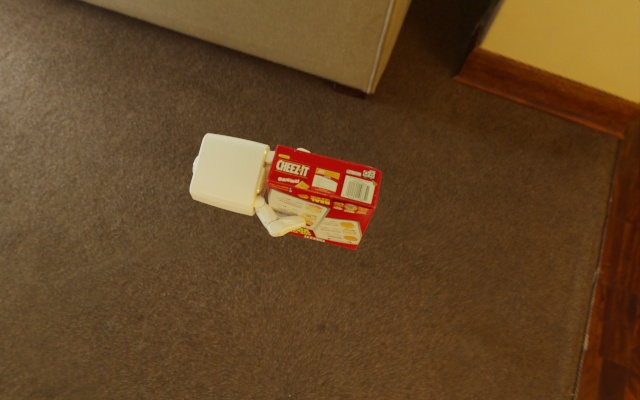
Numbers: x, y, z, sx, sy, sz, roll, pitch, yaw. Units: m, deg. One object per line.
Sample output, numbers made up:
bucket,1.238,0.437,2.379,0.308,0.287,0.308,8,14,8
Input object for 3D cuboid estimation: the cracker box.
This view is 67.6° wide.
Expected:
cracker box,0.000,0.003,0.788,0.164,0.072,0.214,14,-22,2
